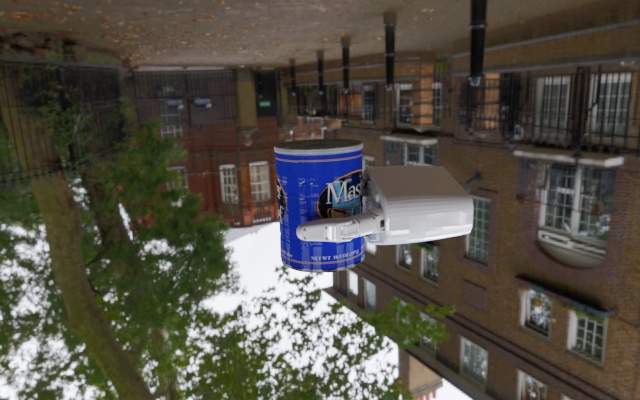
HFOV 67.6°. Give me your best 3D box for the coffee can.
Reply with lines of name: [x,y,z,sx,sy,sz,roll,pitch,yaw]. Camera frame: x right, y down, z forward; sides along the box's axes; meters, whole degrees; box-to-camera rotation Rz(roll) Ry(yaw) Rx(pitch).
coffee can: [0.000,0.002,0.567,0.103,0.140,0.102,-2,13,0]
